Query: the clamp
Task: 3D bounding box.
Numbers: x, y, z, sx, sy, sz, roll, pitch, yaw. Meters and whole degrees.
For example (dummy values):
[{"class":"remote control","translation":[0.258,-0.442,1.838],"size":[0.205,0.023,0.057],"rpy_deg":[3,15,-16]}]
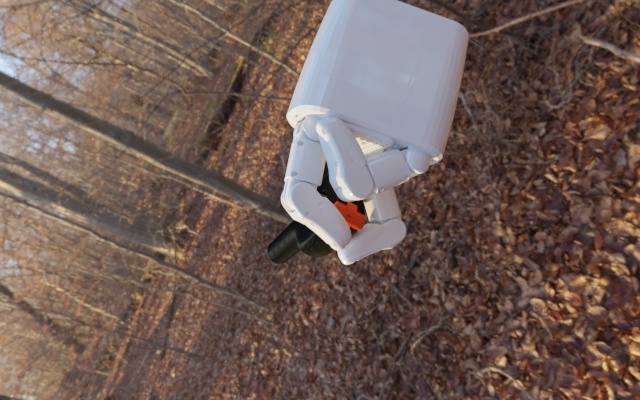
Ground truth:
[{"class":"clamp","translation":[0.000,0.001,0.440],"size":[0.039,0.120,0.171],"rpy_deg":[21,-14,-20]}]
